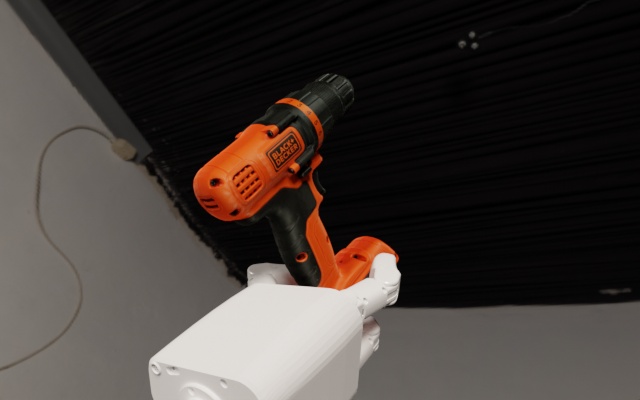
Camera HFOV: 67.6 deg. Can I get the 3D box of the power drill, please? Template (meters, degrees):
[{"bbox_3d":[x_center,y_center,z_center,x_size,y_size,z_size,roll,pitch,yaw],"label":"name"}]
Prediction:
[{"bbox_3d":[0.000,0.002,0.421,0.057,0.188,0.184,-3,34,48],"label":"power drill"}]
